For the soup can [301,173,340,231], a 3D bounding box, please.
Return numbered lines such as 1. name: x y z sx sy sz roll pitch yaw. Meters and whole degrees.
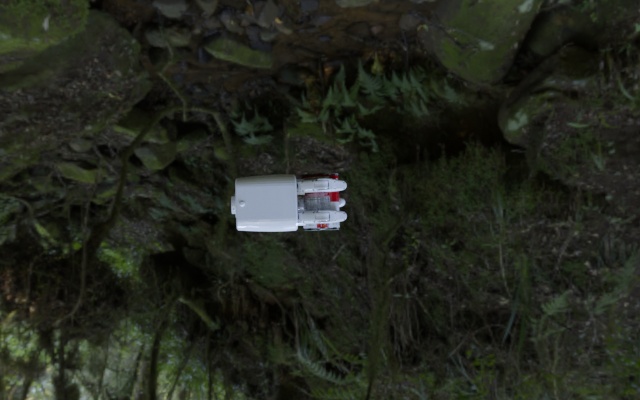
1. soup can: 0.001 0.003 0.871 0.068 0.102 0.068 -2 -2 0
